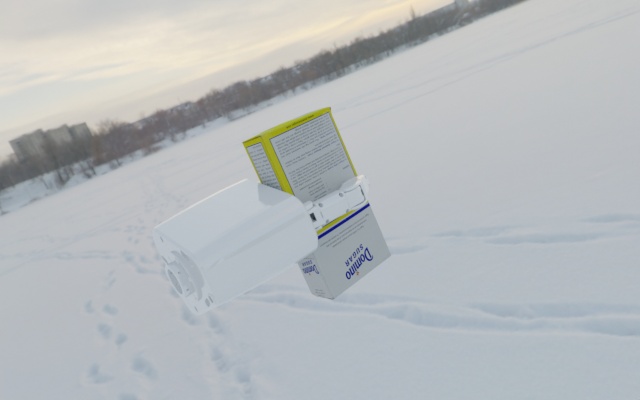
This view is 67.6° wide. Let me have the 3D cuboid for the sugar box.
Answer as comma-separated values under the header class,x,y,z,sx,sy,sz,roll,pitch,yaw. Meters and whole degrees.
class,x,y,z,sx,sy,sz,roll,pitch,yaw
sugar box,0.000,0.002,0.492,0.093,0.176,0.048,-30,15,-33
